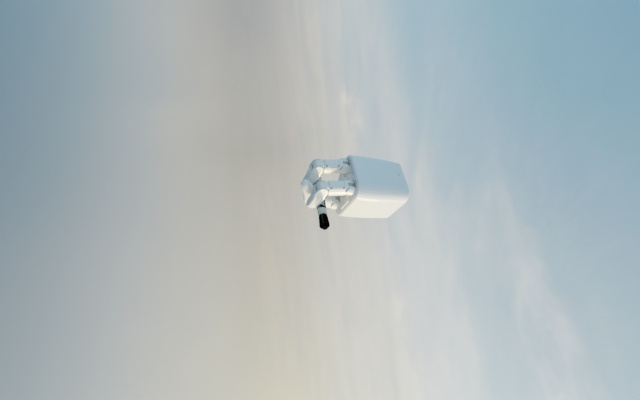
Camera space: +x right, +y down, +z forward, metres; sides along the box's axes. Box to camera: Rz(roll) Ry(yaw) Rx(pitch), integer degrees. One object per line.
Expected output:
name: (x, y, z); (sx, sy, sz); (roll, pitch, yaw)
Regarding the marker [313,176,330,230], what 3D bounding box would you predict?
marker: (0.000, 0.003, 0.869); (0.020, 0.121, 0.020); (-6, -40, -5)
